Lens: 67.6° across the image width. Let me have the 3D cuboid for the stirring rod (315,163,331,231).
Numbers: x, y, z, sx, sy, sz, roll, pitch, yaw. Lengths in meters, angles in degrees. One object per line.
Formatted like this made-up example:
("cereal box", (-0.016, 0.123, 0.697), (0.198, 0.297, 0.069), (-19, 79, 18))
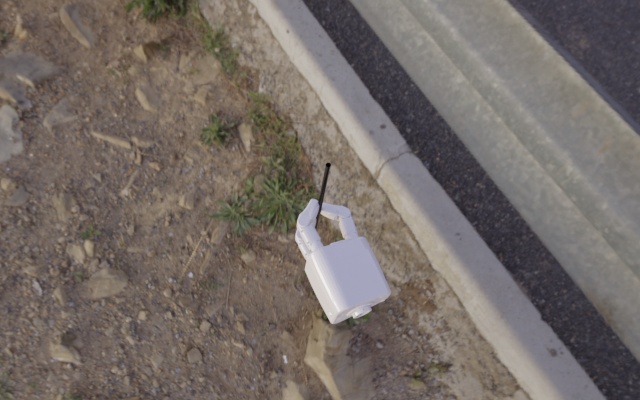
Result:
("stirring rod", (0.000, 0.003, 0.803), (0.011, 0.011, 0.240), (0, -27, -6))
